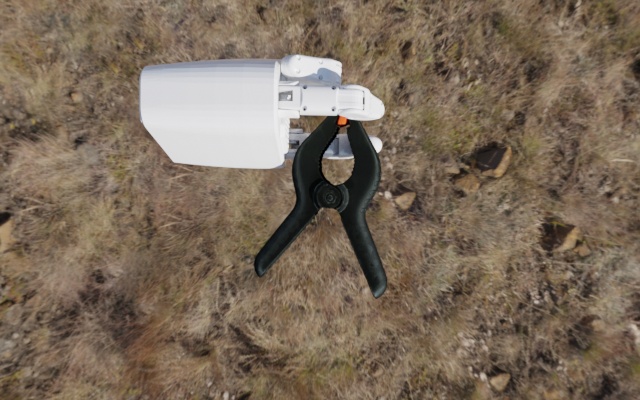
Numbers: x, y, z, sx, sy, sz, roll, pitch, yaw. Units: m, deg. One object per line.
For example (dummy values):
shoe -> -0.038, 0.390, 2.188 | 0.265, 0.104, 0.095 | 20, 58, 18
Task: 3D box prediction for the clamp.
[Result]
clamp -> 0.000, 0.001, 0.425 | 0.120, 0.171, 0.039 | 0, 1, 0
